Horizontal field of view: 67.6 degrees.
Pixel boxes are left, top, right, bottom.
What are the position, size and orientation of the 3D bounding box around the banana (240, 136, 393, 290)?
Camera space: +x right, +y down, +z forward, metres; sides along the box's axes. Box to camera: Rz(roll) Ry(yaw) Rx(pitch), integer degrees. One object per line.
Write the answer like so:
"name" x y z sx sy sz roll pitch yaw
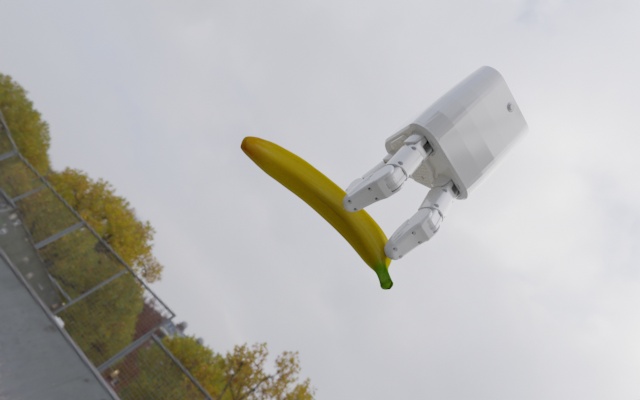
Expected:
"banana" 0.006 0.002 0.474 0.198 0.037 0.069 43 11 4
